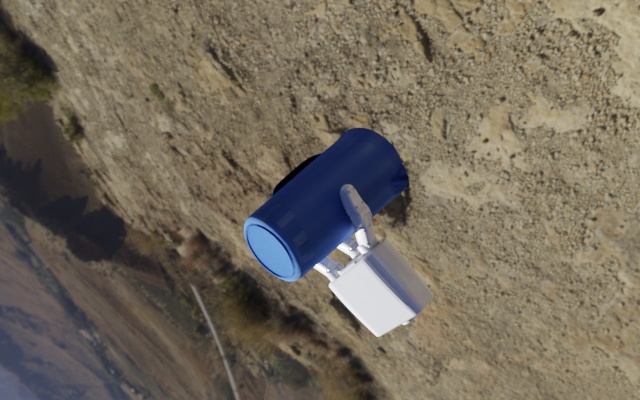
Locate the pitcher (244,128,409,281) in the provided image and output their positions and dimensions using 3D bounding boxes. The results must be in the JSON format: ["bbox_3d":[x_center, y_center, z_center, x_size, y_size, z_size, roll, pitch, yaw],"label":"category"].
[{"bbox_3d":[0.000,0.002,0.706,0.242,0.145,0.149,-40,-2,-34],"label":"pitcher"}]
